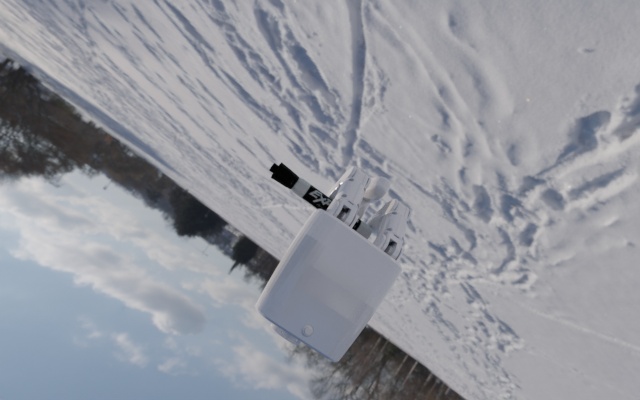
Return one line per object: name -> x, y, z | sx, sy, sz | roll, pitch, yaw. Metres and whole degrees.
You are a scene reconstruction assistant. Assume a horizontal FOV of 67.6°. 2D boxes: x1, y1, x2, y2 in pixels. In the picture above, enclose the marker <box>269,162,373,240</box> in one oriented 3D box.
marker -> 0.000, 0.002, 0.480 | 0.121, 0.020, 0.020 | 36, -8, -11
